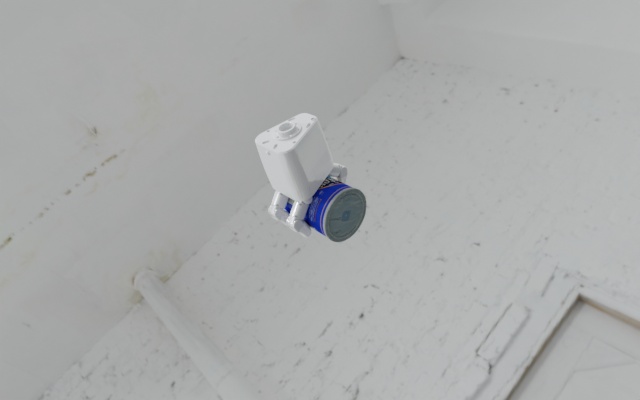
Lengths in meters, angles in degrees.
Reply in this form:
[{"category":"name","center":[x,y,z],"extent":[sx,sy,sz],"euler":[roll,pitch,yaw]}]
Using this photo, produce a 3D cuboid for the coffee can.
[{"category":"coffee can","center":[0.000,0.003,0.887],"extent":[0.103,0.103,0.140],"euler":[0,20,-45]}]
